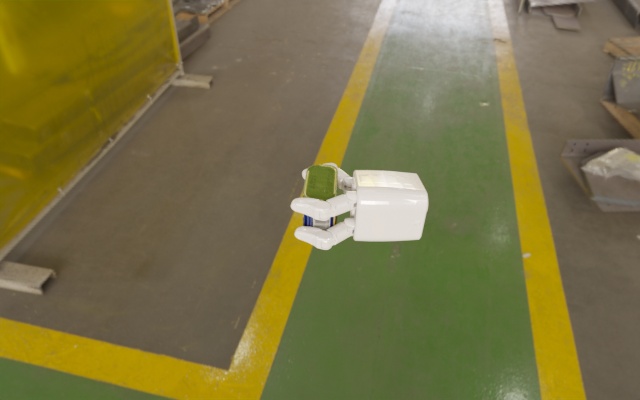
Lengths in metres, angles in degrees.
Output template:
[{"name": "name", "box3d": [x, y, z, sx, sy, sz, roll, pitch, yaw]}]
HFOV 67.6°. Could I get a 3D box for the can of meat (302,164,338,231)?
[{"name": "can of meat", "box3d": [0.000, 0.002, 0.770, 0.057, 0.084, 0.102, 3, 39, 2]}]
